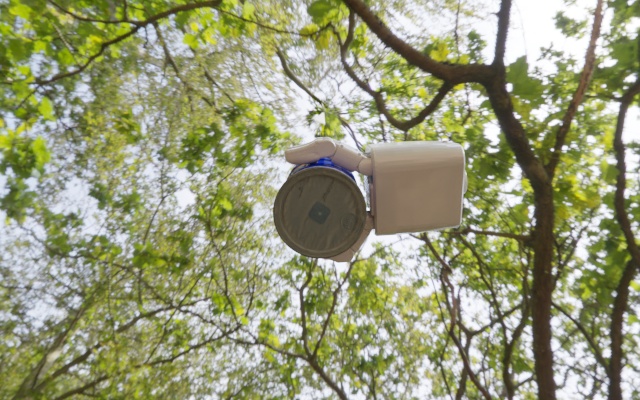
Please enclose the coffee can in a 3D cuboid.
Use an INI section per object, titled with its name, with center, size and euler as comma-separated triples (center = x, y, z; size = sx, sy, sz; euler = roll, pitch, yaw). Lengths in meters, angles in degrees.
[coffee can]
center = 0.000, 0.002, 0.586
size = 0.103, 0.103, 0.140
euler = 0, 10, 1
